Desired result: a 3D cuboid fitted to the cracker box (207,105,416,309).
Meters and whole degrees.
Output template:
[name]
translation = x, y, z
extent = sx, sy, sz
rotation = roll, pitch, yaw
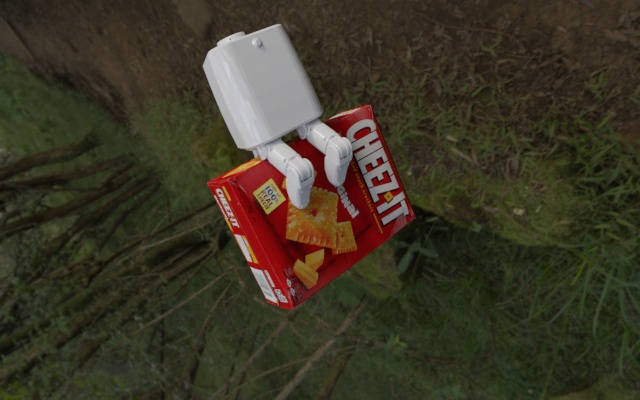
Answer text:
[cracker box]
translation = 0.000, 0.002, 0.573
extent = 0.213, 0.164, 0.072
rotation = -32, 16, -29
